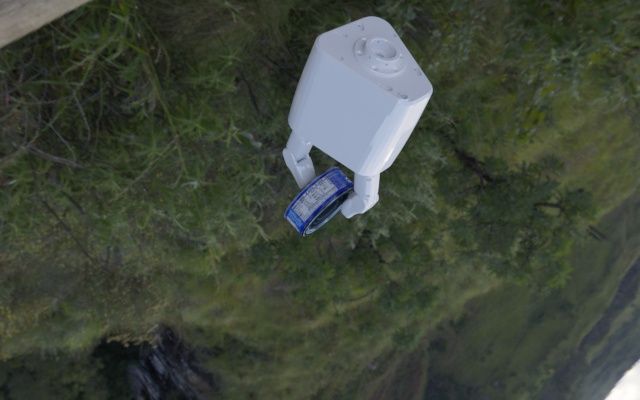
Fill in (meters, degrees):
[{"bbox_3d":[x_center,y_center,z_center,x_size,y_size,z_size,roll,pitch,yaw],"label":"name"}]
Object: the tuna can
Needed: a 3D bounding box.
[{"bbox_3d":[0.000,0.002,0.555,0.086,0.033,0.086,-41,-11,-10],"label":"tuna can"}]
